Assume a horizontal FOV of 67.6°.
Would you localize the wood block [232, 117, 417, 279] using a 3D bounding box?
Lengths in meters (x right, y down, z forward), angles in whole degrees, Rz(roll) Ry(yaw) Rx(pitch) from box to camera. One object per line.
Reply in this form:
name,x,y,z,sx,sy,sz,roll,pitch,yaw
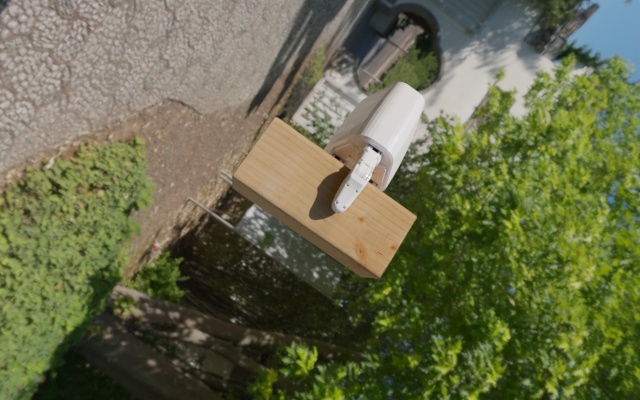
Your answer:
wood block,0.000,0.002,0.593,0.206,0.090,0.091,35,-13,-4
